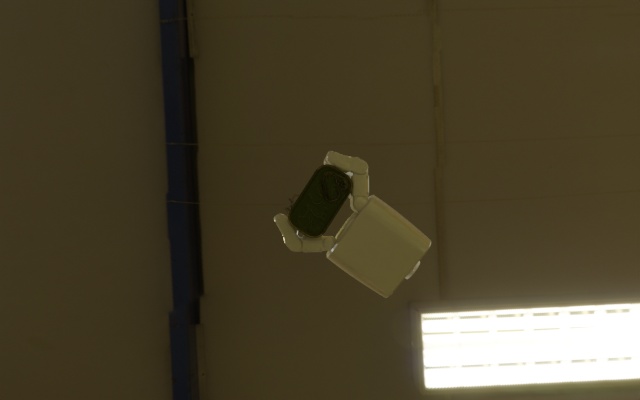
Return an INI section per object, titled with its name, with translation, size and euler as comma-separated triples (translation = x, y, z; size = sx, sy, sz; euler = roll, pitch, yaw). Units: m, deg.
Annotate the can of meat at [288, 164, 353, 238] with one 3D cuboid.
[can of meat]
translation = 0.000, 0.002, 0.695
size = 0.057, 0.102, 0.084
euler = 33, -1, 1
